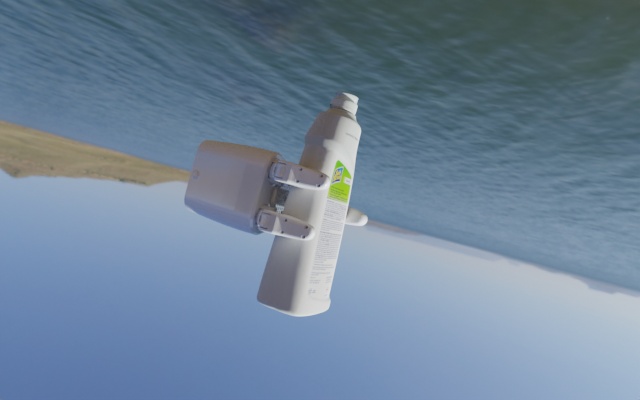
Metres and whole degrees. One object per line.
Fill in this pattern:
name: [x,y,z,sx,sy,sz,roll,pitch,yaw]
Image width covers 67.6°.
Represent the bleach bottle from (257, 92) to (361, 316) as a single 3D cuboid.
bleach bottle: [0.000,0.002,0.554,0.068,0.251,0.102,15,0,23]
